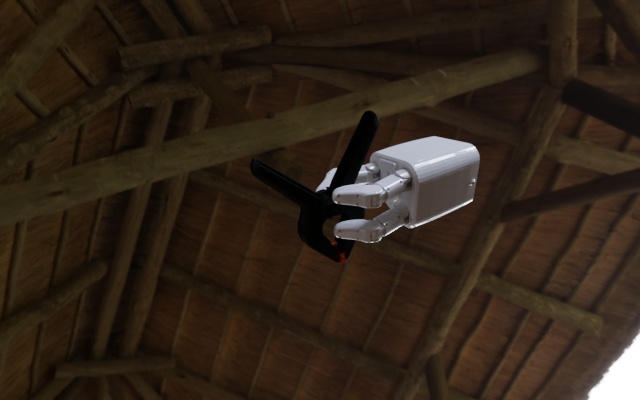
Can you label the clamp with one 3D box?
[{"bbox_3d":[0.000,0.002,0.601,0.164,0.210,0.036,-18,39,-19],"label":"clamp"}]
